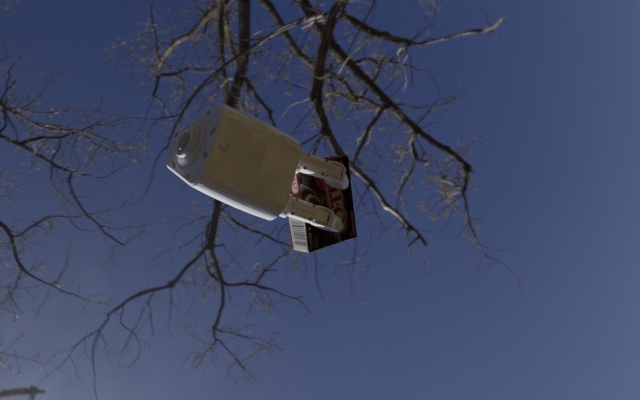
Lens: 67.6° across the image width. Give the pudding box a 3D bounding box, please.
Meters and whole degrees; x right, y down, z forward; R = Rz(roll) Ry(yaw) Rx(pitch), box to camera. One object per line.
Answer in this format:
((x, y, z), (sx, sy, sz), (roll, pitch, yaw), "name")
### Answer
((0.000, 0.002, 0.614), (0.090, 0.113, 0.039), (-13, 11, -42), "pudding box")
